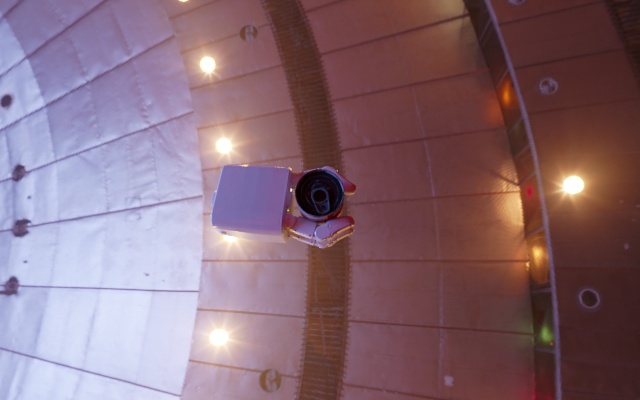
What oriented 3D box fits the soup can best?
[{"bbox_3d":[0.001,0.002,0.699,0.068,0.068,0.102,0,-15,2],"label":"soup can"}]
